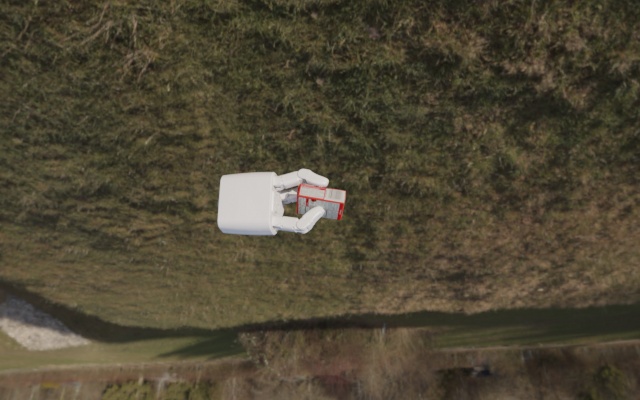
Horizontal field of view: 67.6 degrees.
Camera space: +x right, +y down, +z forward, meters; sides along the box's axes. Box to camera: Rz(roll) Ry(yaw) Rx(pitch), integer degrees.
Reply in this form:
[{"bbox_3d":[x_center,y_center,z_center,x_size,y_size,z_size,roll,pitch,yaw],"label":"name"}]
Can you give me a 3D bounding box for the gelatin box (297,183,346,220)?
[{"bbox_3d":[0.000,0.003,0.897,0.089,0.030,0.073,9,-28,2],"label":"gelatin box"}]
